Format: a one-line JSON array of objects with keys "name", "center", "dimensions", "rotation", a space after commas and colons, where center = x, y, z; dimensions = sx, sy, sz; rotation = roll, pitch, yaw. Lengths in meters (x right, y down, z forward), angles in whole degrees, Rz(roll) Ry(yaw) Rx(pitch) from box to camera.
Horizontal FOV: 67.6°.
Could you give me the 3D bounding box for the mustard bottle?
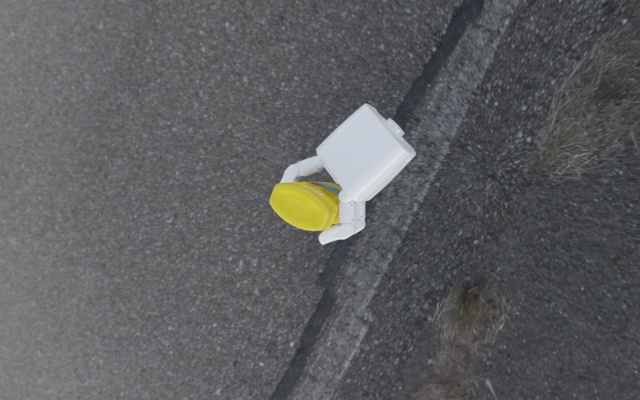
[{"name": "mustard bottle", "center": [0.000, 0.003, 0.768], "dimensions": [0.096, 0.058, 0.191], "rotation": [25, 12, 16]}]
